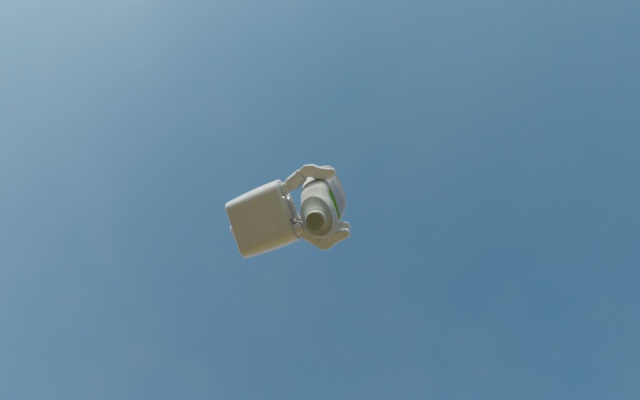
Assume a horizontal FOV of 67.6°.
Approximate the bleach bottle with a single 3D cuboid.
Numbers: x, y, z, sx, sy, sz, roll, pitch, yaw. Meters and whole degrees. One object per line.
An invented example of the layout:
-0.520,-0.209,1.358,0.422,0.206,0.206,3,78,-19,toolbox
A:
0.000,0.003,0.835,0.068,0.102,0.251,-23,7,9,bleach bottle
